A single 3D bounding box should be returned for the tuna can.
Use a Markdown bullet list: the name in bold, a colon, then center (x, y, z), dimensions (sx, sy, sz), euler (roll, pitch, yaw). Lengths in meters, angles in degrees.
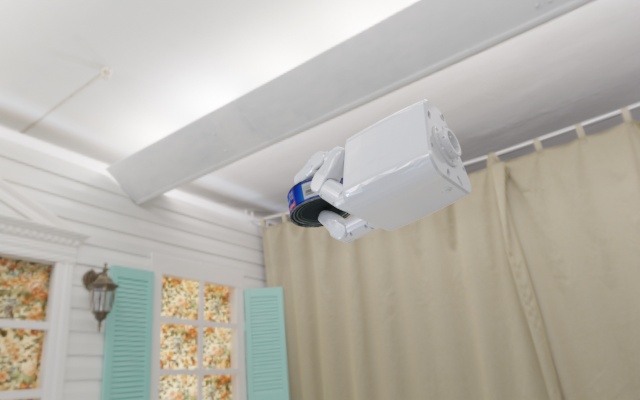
- **tuna can**: center (0.000, 0.002, 0.625), dimensions (0.086, 0.033, 0.086), euler (-10, -27, -5)
